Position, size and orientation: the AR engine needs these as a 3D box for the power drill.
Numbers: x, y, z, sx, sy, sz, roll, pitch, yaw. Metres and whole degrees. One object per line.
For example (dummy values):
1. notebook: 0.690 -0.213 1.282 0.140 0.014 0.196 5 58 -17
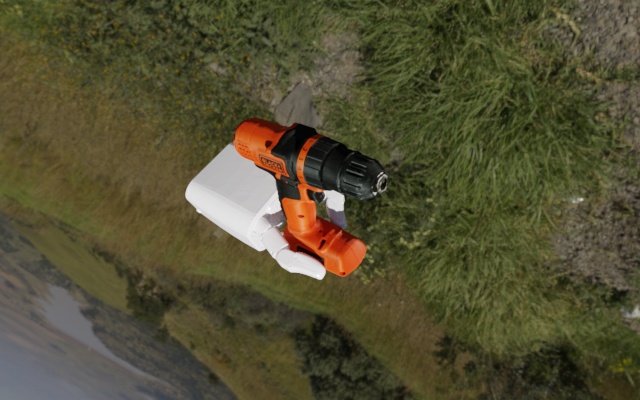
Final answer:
1. power drill: 0.000 0.002 0.528 0.184 0.188 0.057 24 56 34
